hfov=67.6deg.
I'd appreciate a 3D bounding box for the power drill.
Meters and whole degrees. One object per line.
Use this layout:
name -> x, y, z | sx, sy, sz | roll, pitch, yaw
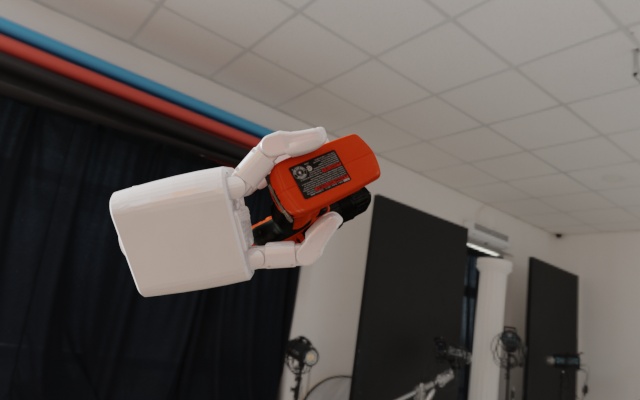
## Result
power drill -> 0.000, 0.002, 0.529 | 0.184, 0.057, 0.188 | -26, -15, -22
